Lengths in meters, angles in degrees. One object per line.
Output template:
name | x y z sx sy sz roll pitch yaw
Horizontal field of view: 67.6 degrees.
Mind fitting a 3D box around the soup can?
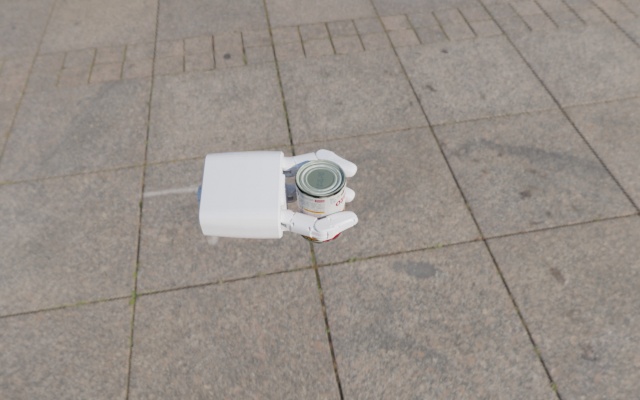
soup can | 0.001 0.002 0.649 0.068 0.068 0.102 0 -40 0
